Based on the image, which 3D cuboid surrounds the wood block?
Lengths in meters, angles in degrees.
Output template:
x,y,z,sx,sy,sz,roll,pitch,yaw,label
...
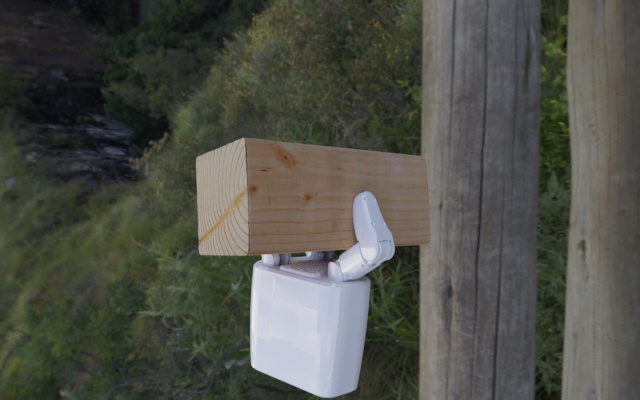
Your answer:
x,y,z,sx,sy,sz,roll,pitch,yaw,label
0.000,0.002,0.448,0.206,0.090,0.091,1,-5,-38,wood block
